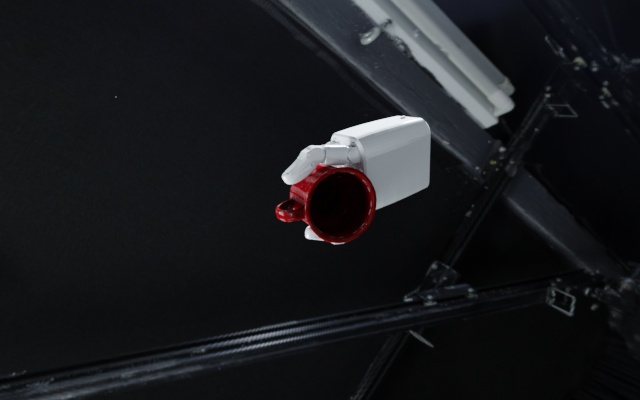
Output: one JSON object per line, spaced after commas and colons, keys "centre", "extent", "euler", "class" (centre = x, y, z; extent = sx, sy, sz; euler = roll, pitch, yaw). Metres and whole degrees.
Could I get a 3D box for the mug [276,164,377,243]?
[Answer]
{"centre": [-0.001, 0.002, 0.598], "extent": [0.117, 0.093, 0.081], "euler": [-19, 18, -18], "class": "mug"}
